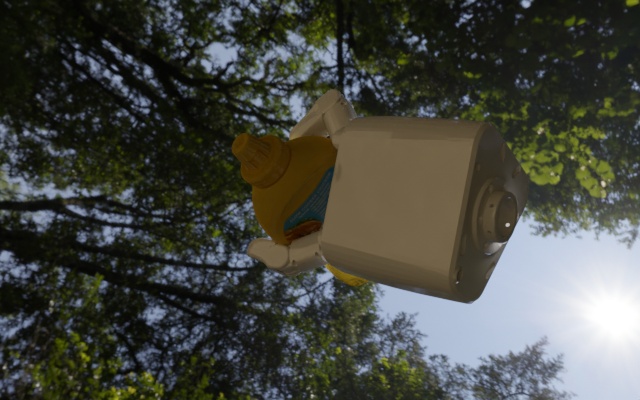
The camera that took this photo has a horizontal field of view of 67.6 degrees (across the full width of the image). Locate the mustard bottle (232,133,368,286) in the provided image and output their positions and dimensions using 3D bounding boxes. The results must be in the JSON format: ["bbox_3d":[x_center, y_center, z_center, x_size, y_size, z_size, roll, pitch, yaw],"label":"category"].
[{"bbox_3d":[0.000,0.001,0.405,0.192,0.096,0.058,36,6,-42],"label":"mustard bottle"}]
